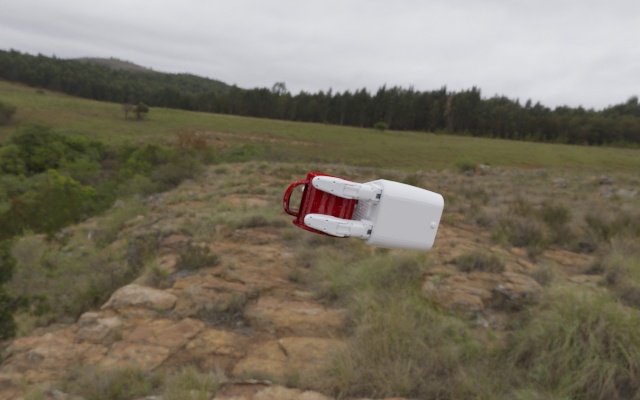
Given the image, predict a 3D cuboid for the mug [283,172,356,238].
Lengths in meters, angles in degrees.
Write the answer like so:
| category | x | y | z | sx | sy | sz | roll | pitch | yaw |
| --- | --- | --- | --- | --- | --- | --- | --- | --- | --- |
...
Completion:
| category | x | y | z | sx | sy | sz | roll | pitch | yaw |
| --- | --- | --- | --- | --- | --- | --- | --- | --- | --- |
| mug | -0.001 | 0.002 | 0.721 | 0.117 | 0.081 | 0.093 | 11 | 8 | -22 |
